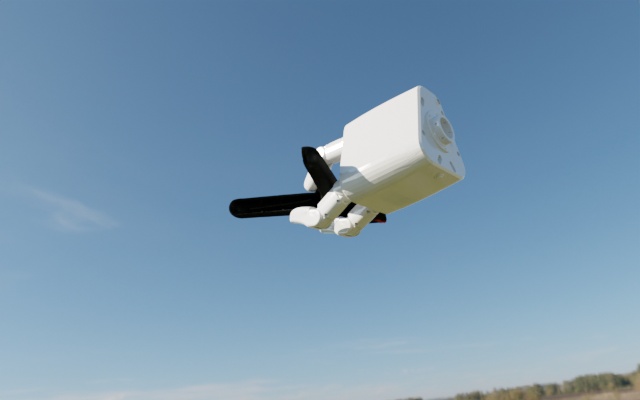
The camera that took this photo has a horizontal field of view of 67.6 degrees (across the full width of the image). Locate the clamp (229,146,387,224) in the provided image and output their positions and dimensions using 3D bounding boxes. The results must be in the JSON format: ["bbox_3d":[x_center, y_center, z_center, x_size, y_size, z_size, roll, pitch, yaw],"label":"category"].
[{"bbox_3d":[0.001,0.001,0.614,0.164,0.036,0.210,-26,-31,37],"label":"clamp"}]
